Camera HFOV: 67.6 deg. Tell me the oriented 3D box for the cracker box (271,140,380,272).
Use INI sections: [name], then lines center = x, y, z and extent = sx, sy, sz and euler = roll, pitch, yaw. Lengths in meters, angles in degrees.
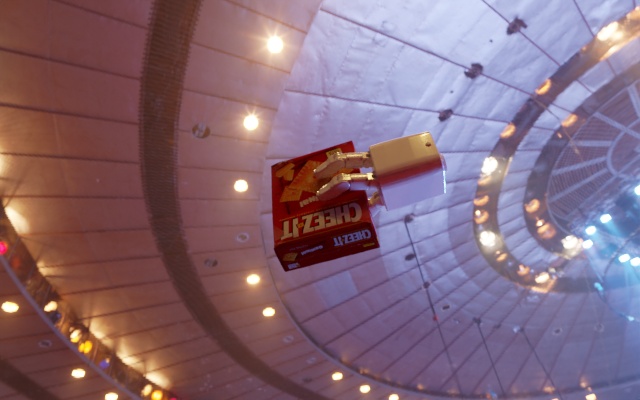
[cracker box]
center = 0.000, 0.003, 0.830
extent = 0.164, 0.213, 0.072
euler = -16, -47, 8
